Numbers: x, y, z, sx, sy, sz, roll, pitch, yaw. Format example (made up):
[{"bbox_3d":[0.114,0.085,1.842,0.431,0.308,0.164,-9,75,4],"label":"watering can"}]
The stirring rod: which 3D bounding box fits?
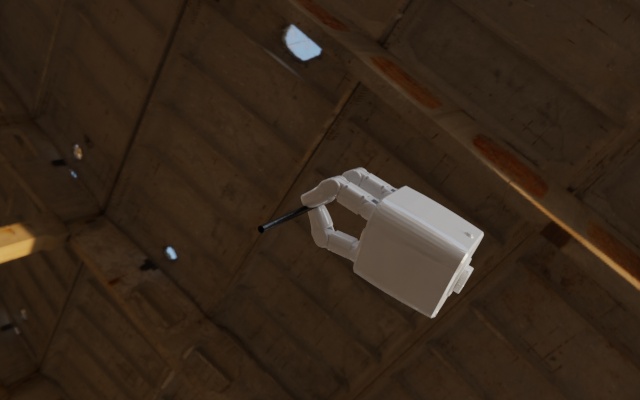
[{"bbox_3d":[0.000,0.002,0.585,0.011,0.011,0.239,0,13,31],"label":"stirring rod"}]
